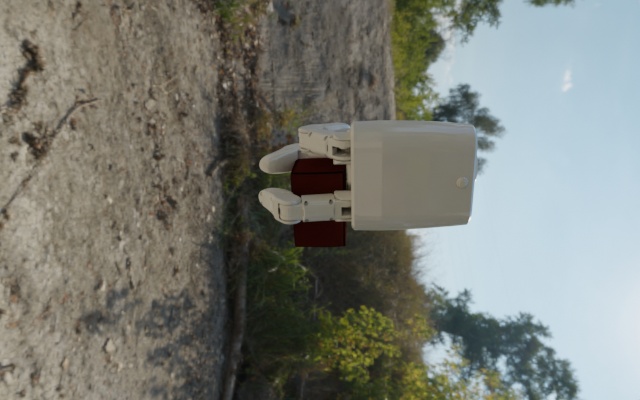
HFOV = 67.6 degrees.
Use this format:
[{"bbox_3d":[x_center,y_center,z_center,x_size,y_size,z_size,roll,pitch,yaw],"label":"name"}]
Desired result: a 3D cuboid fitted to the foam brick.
[{"bbox_3d":[0.000,0.002,0.472,0.051,0.078,0.053,-1,21,4],"label":"foam brick"}]
